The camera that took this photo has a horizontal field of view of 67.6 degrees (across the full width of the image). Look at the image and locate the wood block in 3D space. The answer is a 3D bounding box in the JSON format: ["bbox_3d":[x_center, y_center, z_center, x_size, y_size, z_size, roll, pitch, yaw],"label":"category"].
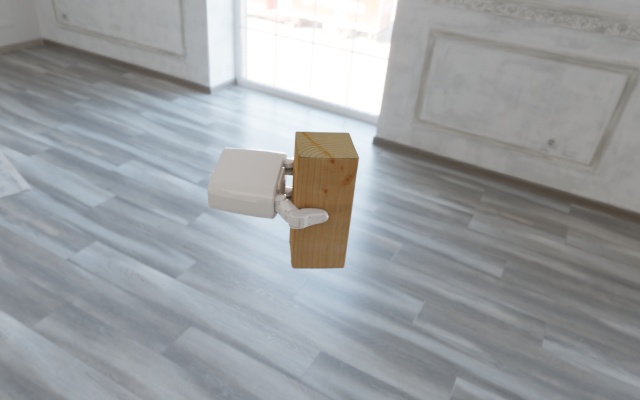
[{"bbox_3d":[0.000,0.003,0.769,0.090,0.206,0.090,0,33,-7],"label":"wood block"}]
